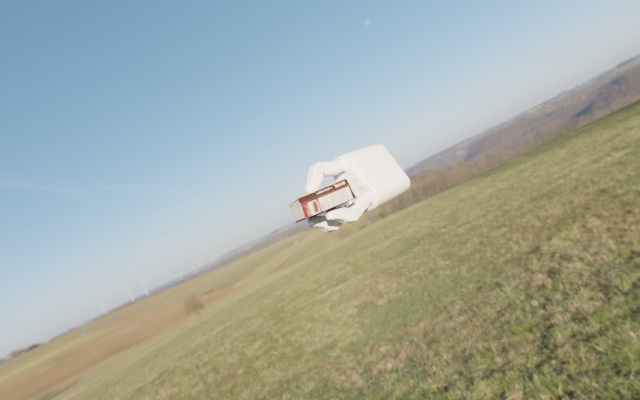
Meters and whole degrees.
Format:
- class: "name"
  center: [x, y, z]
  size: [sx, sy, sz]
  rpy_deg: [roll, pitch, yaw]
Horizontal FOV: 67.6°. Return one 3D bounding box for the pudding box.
- class: "pudding box"
  center: [0.000, 0.002, 0.797]
  size: [0.090, 0.039, 0.113]
  rpy_deg: [-23, -3, -12]
